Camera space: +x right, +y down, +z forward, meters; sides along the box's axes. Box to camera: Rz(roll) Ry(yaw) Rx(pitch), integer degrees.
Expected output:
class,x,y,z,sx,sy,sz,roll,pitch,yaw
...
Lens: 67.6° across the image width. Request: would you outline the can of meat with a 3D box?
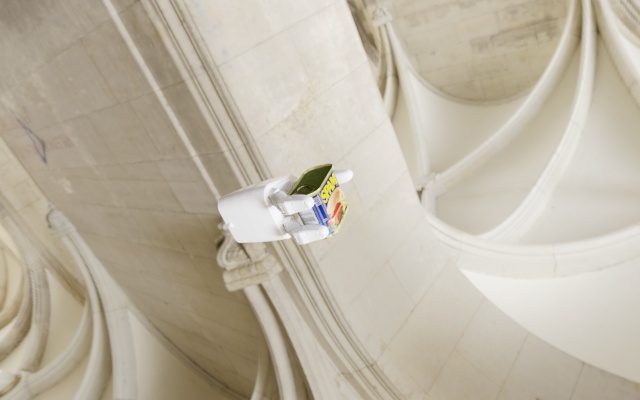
class,x,y,z,sx,sy,sz,roll,pitch,yaw
can of meat,0.000,0.003,0.766,0.057,0.084,0.102,-12,27,26
